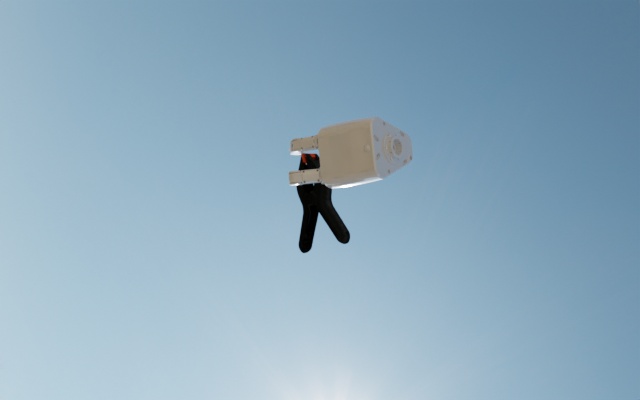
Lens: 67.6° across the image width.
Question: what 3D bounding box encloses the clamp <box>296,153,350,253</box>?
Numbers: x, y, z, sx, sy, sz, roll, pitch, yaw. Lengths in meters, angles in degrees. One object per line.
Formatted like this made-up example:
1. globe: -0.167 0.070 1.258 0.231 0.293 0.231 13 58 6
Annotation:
1. clamp: 0.000 0.002 0.794 0.120 0.171 0.039 -6 0 44
